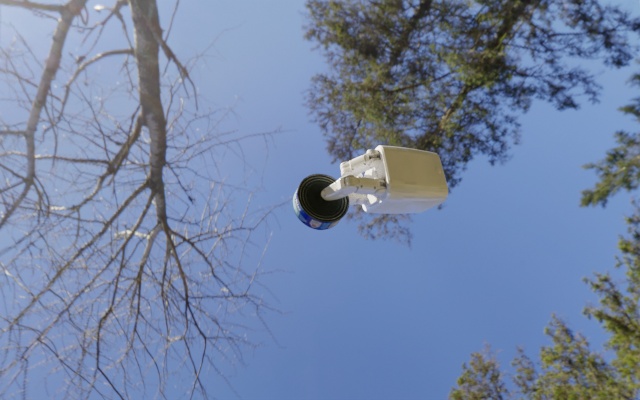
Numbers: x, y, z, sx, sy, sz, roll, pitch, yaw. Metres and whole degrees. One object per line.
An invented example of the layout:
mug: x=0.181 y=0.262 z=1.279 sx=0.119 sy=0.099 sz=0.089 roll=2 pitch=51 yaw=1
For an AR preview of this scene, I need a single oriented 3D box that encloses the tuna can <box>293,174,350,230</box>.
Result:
tuna can: x=0.000 y=0.003 z=0.754 sx=0.086 sy=0.086 sz=0.034 roll=0 pitch=-28 yaw=-21
